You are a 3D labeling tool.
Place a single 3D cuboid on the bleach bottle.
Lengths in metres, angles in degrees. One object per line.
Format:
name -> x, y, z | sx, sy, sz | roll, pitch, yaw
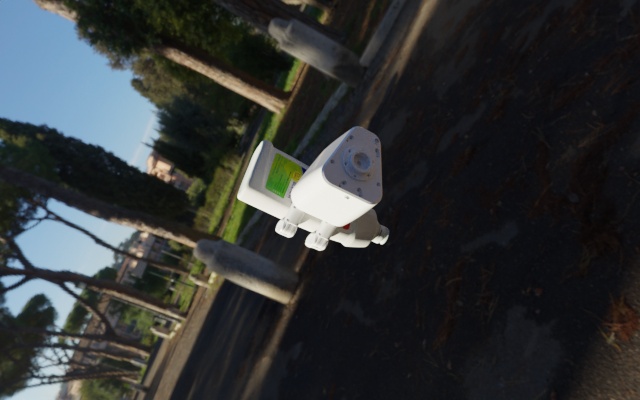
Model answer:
bleach bottle -> 0.000, 0.003, 0.770 | 0.251, 0.102, 0.068 | 25, -26, -16
